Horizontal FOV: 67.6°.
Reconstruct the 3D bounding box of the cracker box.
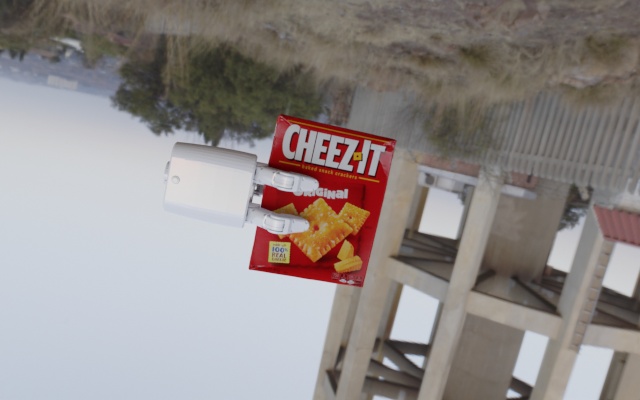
[{"bbox_3d":[0.000,0.002,0.663,0.164,0.214,0.072,11,8,-7],"label":"cracker box"}]
